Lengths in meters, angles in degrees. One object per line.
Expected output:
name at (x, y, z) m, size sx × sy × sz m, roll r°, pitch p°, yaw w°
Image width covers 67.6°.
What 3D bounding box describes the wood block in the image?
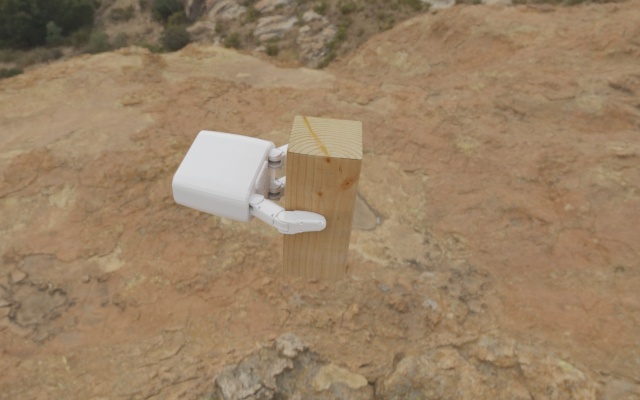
wood block at (0.000, 0.002, 0.644) m, size 0.090 × 0.206 × 0.090 m, roll 6°, pitch 39°, yaw 1°
